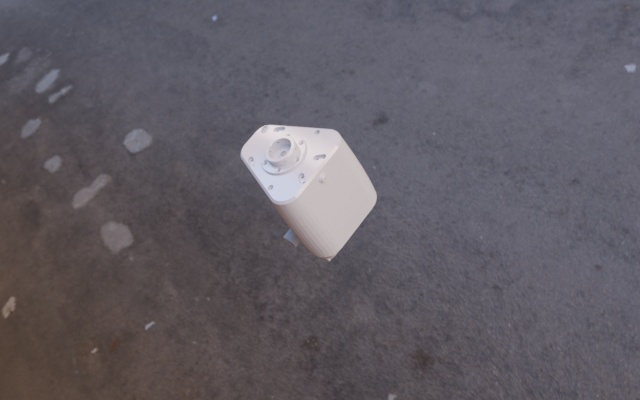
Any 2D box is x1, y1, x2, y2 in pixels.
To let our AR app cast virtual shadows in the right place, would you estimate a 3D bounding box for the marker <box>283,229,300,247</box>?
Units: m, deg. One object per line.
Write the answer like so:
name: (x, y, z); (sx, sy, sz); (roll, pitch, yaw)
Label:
marker: (0.000, 0.002, 0.564); (0.020, 0.121, 0.020); (36, -13, 10)
